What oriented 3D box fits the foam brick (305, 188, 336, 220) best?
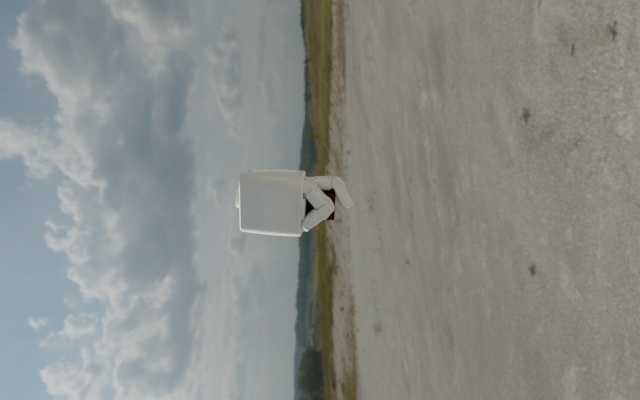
[{"bbox_3d":[0.000,0.003,0.870,0.051,0.053,0.078,3,8,0],"label":"foam brick"}]
